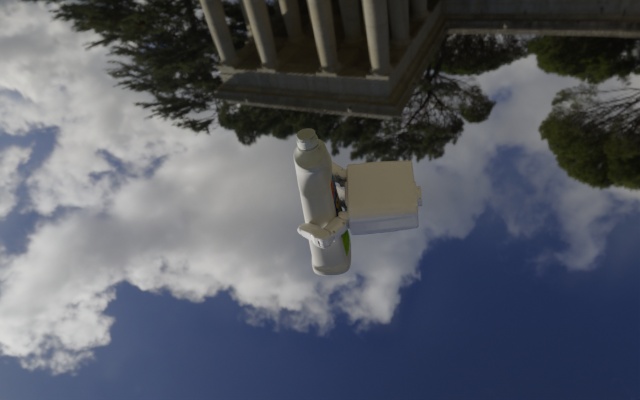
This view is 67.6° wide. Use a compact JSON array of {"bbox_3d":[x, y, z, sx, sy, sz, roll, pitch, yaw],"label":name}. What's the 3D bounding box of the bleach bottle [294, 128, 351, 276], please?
[{"bbox_3d":[0.000,0.002,0.761,0.068,0.251,0.102,-5,41,9],"label":"bleach bottle"}]
